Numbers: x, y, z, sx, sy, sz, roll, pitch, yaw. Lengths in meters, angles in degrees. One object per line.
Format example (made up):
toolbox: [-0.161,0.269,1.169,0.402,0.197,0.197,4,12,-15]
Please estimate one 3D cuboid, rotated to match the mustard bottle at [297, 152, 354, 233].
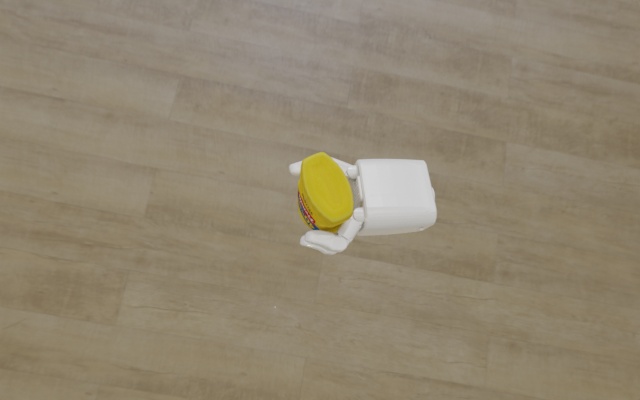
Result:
mustard bottle: [0.000,0.002,0.700,0.058,0.096,0.192,-26,-9,-11]
